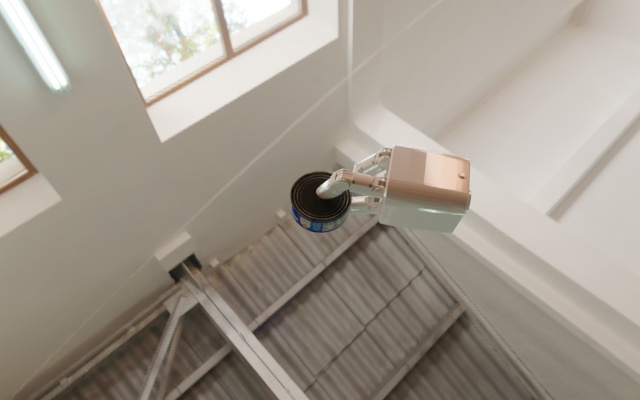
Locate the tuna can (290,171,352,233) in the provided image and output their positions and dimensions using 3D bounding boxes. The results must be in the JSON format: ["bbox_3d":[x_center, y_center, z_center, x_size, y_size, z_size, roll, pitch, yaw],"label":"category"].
[{"bbox_3d":[0.000,0.003,0.674,0.086,0.086,0.034,0,-35,-3],"label":"tuna can"}]
